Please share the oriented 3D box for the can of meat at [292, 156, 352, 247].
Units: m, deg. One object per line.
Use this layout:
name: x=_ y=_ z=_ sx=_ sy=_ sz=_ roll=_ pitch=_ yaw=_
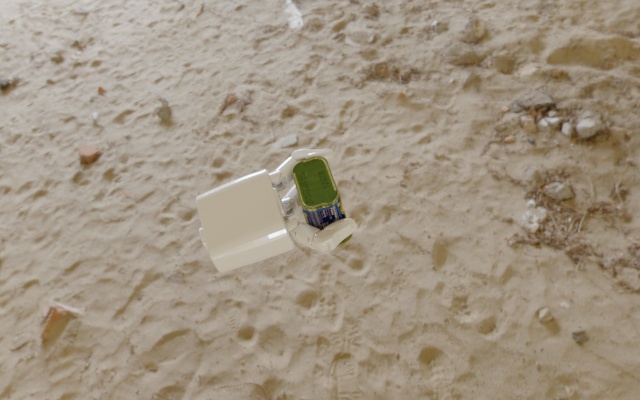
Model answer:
can of meat: x=0.000 y=0.002 z=0.652 sx=0.057 sy=0.084 sz=0.102 roll=-18 pitch=45 yaw=-1
